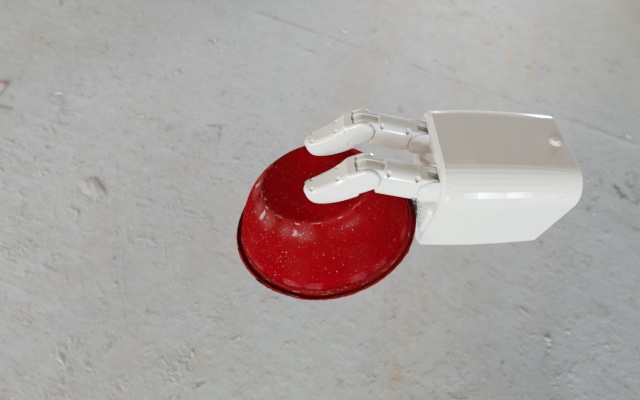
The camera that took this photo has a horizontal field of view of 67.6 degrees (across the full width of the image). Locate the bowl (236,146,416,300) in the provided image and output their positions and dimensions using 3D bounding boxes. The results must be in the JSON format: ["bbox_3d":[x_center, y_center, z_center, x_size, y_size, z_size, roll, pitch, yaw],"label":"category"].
[{"bbox_3d":[-0.001,0.001,0.408,0.162,0.162,0.055,0,-41,12],"label":"bowl"}]
